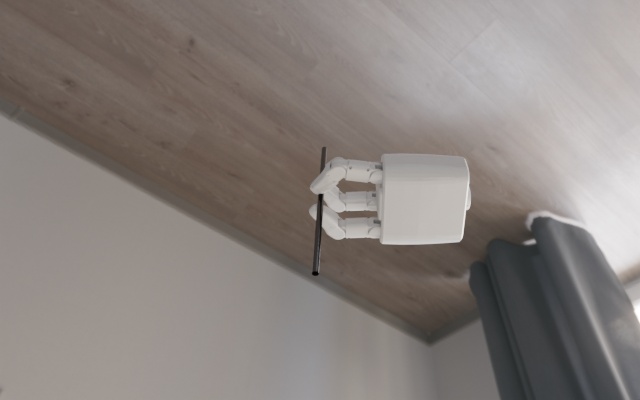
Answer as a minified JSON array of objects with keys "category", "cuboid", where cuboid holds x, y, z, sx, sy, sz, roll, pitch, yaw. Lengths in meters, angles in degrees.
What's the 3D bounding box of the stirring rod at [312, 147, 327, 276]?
[{"category":"stirring rod","cuboid":[0.000,0.002,0.614,0.011,0.011,0.239,0,41,4]}]
